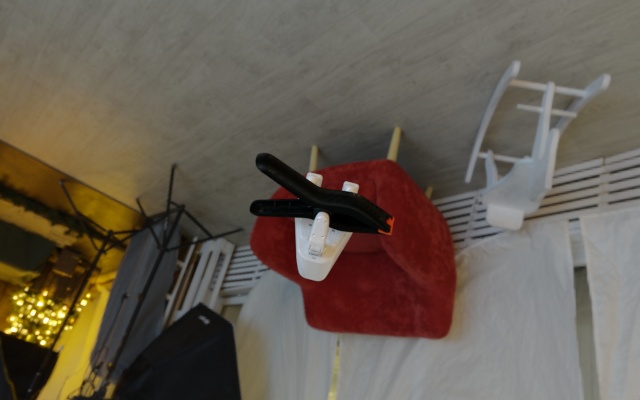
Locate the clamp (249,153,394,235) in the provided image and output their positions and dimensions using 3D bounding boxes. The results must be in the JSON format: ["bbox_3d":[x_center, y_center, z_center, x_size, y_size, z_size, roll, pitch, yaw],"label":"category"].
[{"bbox_3d":[0.000,0.003,0.651,0.210,0.036,0.165,14,-25,2],"label":"clamp"}]
